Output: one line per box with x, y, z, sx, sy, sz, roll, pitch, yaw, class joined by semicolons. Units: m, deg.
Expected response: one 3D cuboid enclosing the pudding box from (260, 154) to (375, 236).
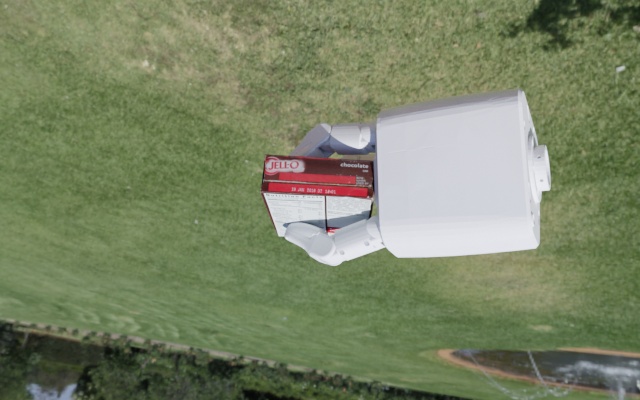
0.000;0.002;0.419;0.090;0.039;0.113;5;-24;4;pudding box
